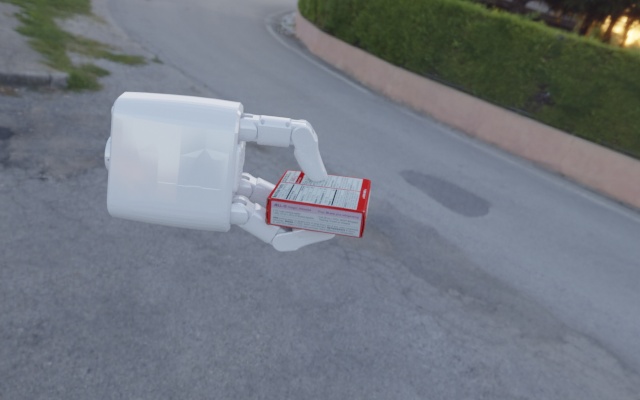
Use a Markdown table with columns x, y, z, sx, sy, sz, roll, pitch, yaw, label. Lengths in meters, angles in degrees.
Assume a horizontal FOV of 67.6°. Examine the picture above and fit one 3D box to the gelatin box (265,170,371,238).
| x | y | z | sx | sy | sz | roll | pitch | yaw | label |
| --- | --- | --- | --- | --- | --- | --- | --- | --- | --- |
| 0.000 | 0.001 | 0.447 | 0.089 | 0.030 | 0.073 | 7 | 25 | 7 | gelatin box |
